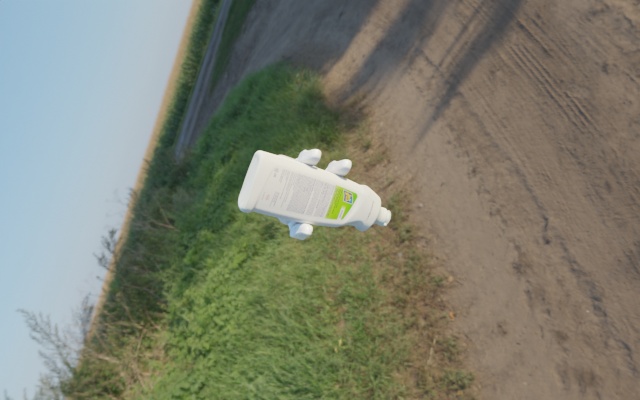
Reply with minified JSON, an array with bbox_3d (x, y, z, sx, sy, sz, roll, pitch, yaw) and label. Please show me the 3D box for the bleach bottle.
[{"bbox_3d":[0.000,0.002,0.786,0.251,0.102,0.068,18,9,-21],"label":"bleach bottle"}]
